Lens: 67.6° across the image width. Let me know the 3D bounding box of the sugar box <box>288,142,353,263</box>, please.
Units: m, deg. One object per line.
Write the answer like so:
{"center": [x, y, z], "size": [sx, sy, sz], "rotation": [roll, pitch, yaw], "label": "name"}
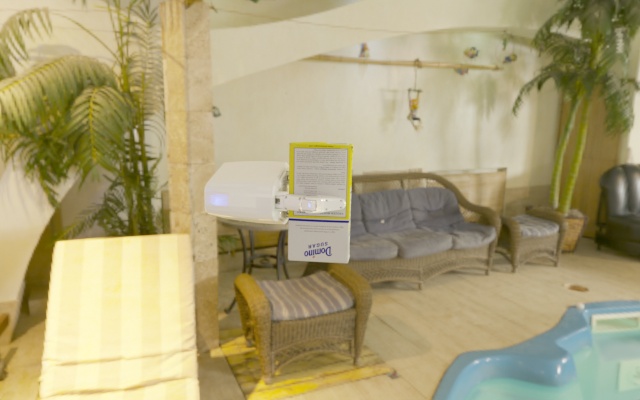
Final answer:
{"center": [0.000, 0.002, 0.714], "size": [0.093, 0.176, 0.048], "rotation": [3, 11, 6], "label": "sugar box"}
